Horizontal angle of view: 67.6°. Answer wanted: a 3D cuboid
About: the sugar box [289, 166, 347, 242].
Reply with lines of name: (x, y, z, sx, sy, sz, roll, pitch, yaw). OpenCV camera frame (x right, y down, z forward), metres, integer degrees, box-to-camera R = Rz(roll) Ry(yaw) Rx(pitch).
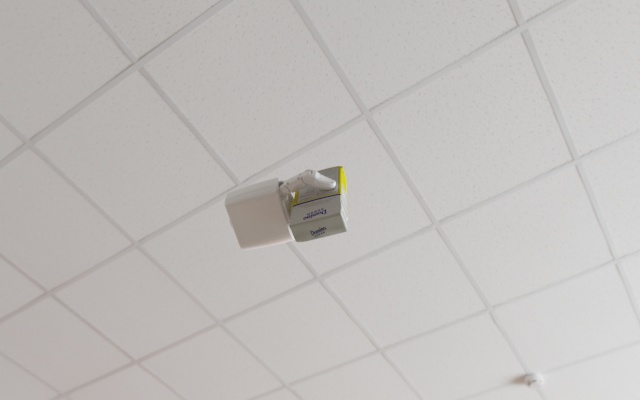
sugar box: (0.000, 0.003, 0.864, 0.093, 0.048, 0.176, -14, 32, 12)
